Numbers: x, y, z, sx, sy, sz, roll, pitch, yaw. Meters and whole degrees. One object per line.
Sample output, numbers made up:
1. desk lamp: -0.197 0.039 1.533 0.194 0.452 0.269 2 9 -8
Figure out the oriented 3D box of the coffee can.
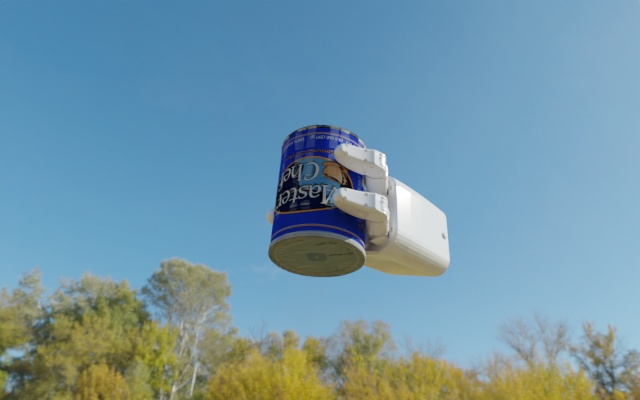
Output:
1. coffee can: 0.000 0.002 0.536 0.103 0.140 0.103 3 -31 2
